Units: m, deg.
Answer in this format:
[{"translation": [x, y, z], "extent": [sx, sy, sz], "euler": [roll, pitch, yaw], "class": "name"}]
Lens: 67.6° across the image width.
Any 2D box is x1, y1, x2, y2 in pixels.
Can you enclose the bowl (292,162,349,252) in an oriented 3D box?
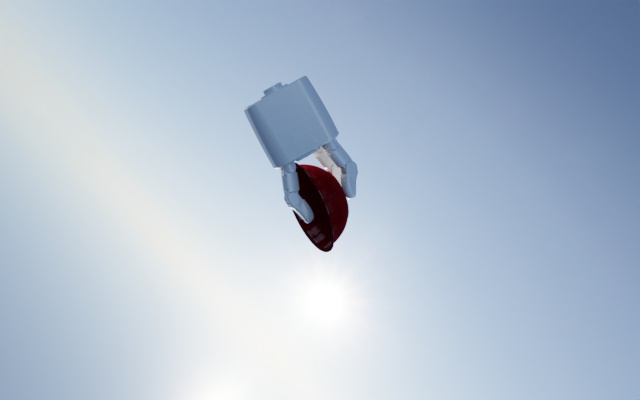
[{"translation": [0.001, 0.004, 0.796], "extent": [0.055, 0.162, 0.162], "euler": [-23, 9, -21], "class": "bowl"}]
